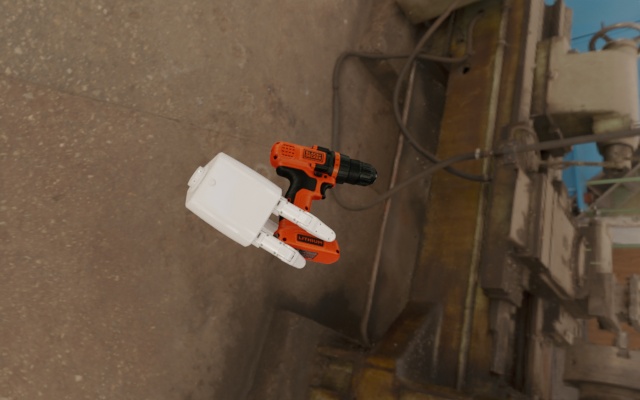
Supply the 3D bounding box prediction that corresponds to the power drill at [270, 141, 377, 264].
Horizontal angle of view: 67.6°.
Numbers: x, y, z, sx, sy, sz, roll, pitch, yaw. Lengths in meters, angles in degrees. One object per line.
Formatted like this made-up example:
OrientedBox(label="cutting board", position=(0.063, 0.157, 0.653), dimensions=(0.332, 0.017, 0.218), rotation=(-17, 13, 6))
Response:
OrientedBox(label="power drill", position=(0.000, 0.003, 0.767), dimensions=(0.184, 0.187, 0.057), rotation=(11, -27, -11))
